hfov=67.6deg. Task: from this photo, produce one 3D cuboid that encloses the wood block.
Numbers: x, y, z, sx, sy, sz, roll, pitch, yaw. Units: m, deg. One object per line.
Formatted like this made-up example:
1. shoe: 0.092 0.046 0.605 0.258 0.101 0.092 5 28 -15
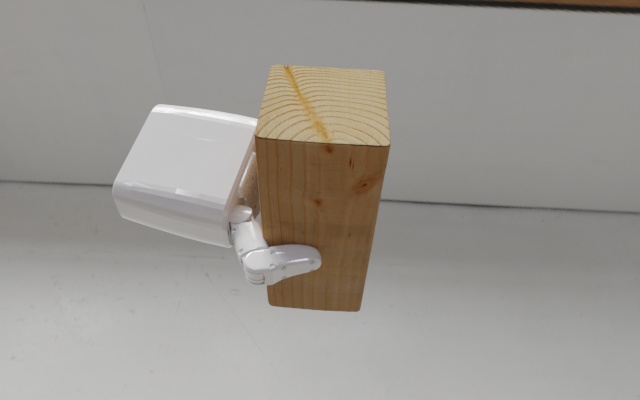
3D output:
1. wood block: 0.000 0.001 0.408 0.090 0.090 0.206 4 -43 1
